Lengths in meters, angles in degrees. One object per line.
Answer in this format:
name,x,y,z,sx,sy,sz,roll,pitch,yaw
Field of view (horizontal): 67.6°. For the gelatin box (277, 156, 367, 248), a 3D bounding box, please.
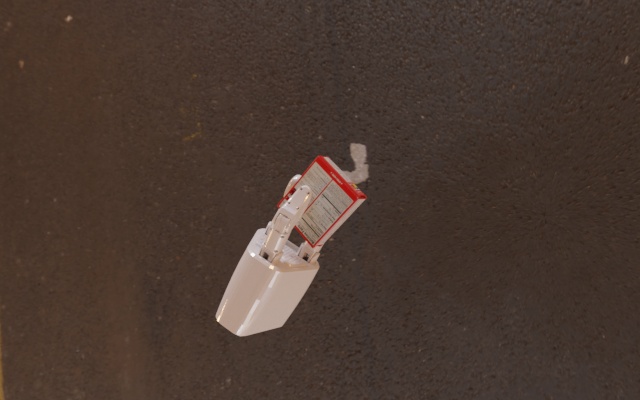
gelatin box,0.000,0.002,0.582,0.073,0.089,0.030,47,21,18
